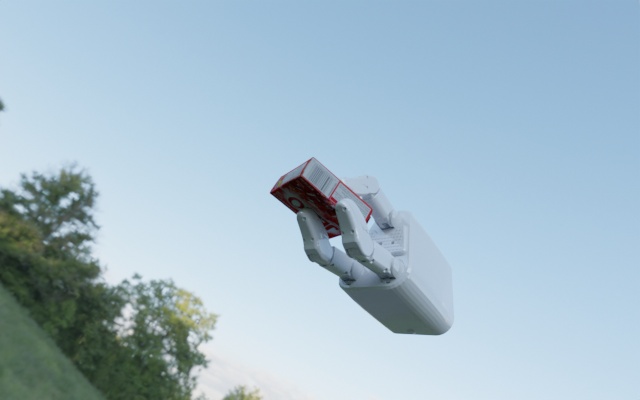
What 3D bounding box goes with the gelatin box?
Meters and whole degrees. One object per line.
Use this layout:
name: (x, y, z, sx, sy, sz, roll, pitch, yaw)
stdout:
gelatin box: (0.000, 0.001, 0.507, 0.089, 0.030, 0.073, 41, -30, -16)
